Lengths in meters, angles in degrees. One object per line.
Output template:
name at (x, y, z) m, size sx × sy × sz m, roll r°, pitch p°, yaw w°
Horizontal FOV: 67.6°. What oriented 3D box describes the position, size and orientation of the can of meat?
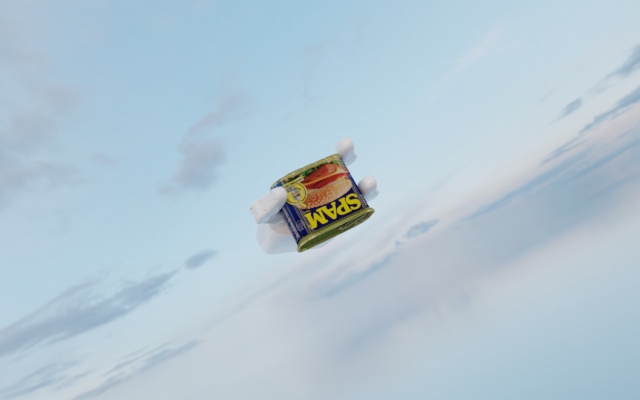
can of meat at (0.000, 0.002, 0.576) m, size 0.102 × 0.084 × 0.057 m, roll -24°, pitch -14°, yaw -18°
